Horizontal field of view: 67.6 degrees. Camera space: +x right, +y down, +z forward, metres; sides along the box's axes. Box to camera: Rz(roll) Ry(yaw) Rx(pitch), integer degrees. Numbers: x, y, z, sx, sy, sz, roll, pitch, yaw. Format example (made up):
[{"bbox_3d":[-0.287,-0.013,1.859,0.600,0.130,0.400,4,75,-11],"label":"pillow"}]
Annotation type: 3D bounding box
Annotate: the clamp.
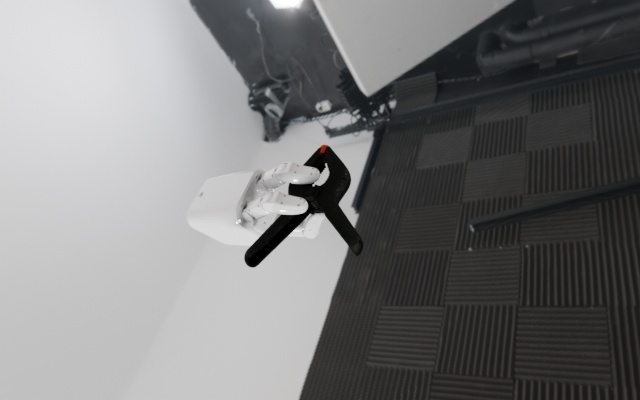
[{"bbox_3d":[0.000,0.002,0.648,0.164,0.209,0.036,-3,-43,30],"label":"clamp"}]
